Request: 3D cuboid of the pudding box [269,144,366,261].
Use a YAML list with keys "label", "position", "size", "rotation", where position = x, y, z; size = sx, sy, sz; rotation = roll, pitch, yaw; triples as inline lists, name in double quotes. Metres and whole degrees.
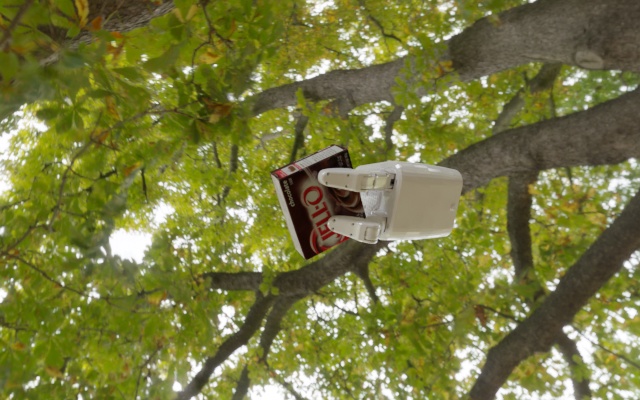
- label: "pudding box"
  position: [0.000, 0.002, 0.564]
  size: [0.090, 0.113, 0.039]
  rotation: [-26, 26, -17]
